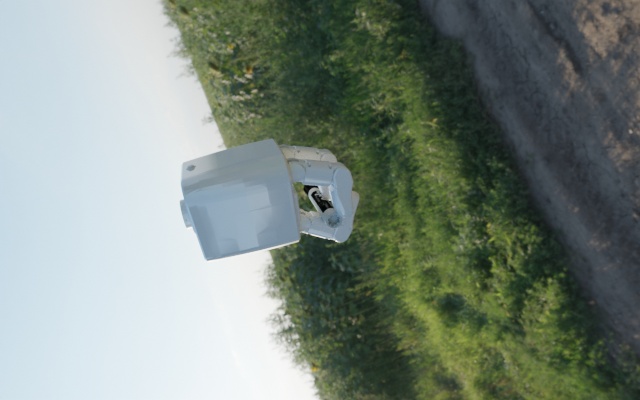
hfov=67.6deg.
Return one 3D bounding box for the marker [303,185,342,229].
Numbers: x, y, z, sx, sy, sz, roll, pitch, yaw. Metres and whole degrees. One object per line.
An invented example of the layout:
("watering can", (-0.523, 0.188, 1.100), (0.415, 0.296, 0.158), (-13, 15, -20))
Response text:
("marker", (0.000, 0.002, 0.567), (0.020, 0.020, 0.121), (0, 20, -15))
